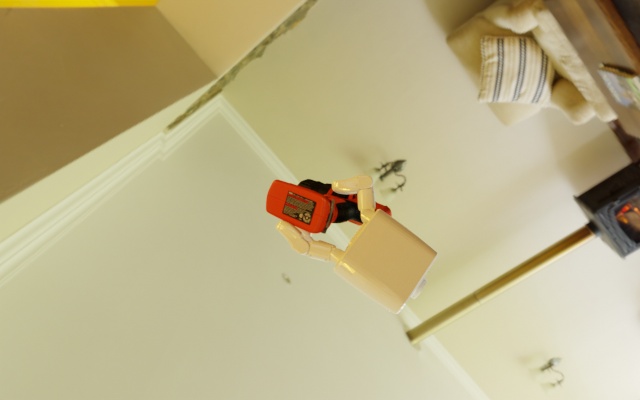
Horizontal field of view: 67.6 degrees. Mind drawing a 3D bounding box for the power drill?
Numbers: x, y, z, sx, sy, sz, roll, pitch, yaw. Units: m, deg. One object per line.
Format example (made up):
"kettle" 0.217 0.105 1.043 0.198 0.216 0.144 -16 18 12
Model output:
"power drill" 0.000 0.003 0.755 0.184 0.057 0.187 20 11 31
